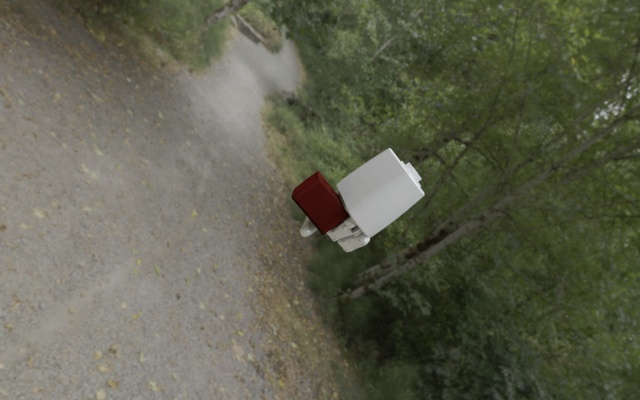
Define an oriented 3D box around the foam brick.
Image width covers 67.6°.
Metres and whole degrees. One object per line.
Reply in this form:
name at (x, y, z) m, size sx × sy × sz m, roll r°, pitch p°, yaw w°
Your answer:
foam brick at (0.000, 0.002, 0.735) m, size 0.051 × 0.078 × 0.053 m, roll -37°, pitch 15°, yaw 11°
